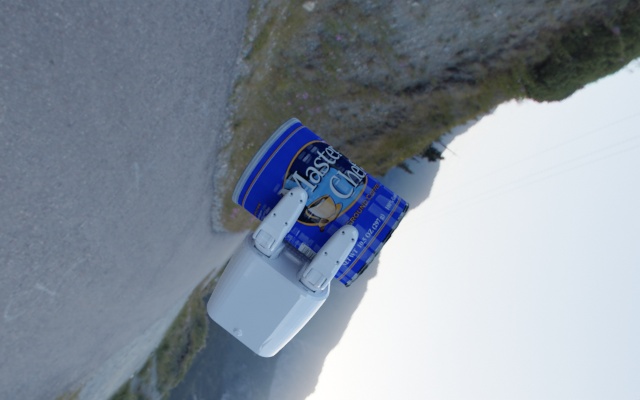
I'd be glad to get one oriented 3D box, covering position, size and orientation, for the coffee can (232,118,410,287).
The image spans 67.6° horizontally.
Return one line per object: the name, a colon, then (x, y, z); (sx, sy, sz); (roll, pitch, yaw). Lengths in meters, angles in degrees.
coffee can: (0.000, 0.001, 0.468); (0.140, 0.103, 0.103); (37, 2, 3)
